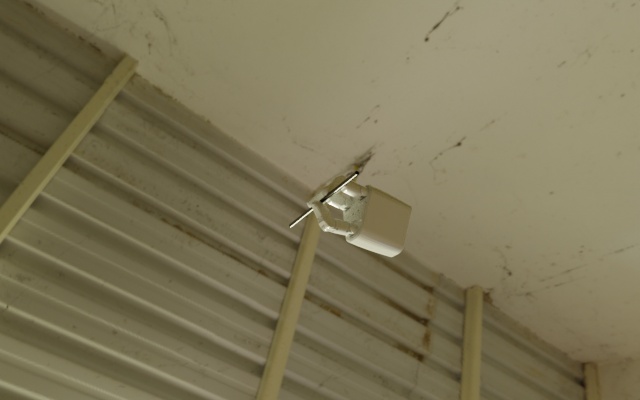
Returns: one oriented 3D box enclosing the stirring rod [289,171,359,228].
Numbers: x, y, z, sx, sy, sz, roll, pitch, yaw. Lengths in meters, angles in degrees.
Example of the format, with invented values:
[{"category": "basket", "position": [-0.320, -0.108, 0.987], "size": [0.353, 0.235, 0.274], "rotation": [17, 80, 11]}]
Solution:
[{"category": "stirring rod", "position": [0.000, 0.003, 0.888], "size": [0.011, 0.011, 0.240], "rotation": [0, -24, -34]}]
